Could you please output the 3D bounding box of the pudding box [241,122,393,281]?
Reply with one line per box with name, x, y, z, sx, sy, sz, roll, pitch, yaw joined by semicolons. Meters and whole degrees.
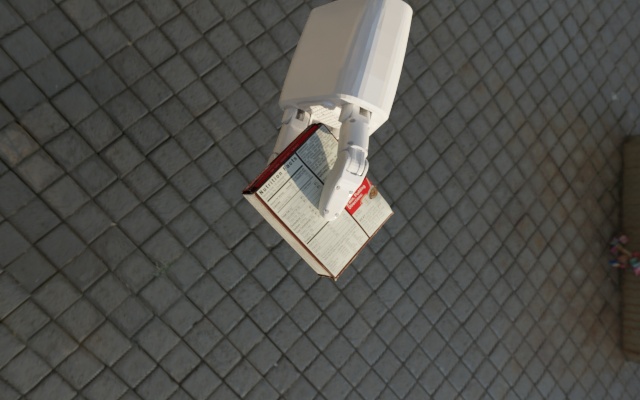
pudding box;0.000;0.001;0.428;0.090;0.113;0.039;-46;17;-16
